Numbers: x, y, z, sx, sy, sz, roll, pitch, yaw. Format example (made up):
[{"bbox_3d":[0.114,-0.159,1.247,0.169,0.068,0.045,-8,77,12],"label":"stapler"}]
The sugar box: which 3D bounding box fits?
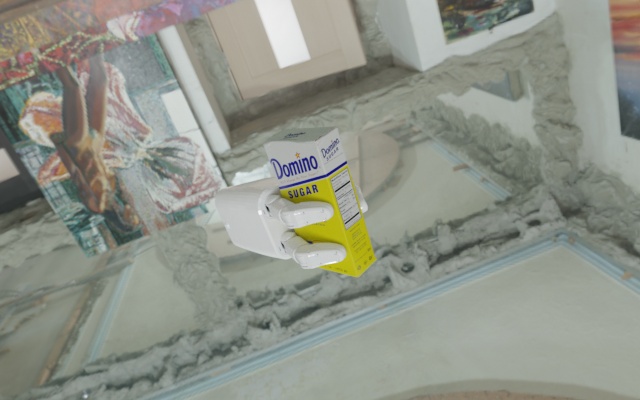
[{"bbox_3d":[0.000,0.002,0.568,0.093,0.176,0.048,5,34,45],"label":"sugar box"}]
